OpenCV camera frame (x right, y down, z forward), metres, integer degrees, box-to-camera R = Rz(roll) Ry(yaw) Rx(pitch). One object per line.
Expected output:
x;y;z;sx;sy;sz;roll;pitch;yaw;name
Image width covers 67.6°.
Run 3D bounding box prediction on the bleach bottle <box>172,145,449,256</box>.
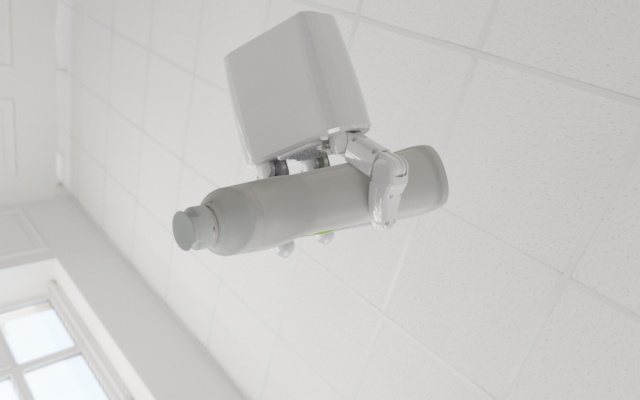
0.000;0.001;0.405;0.251;0.068;0.102;-11;-6;-44;bleach bottle
